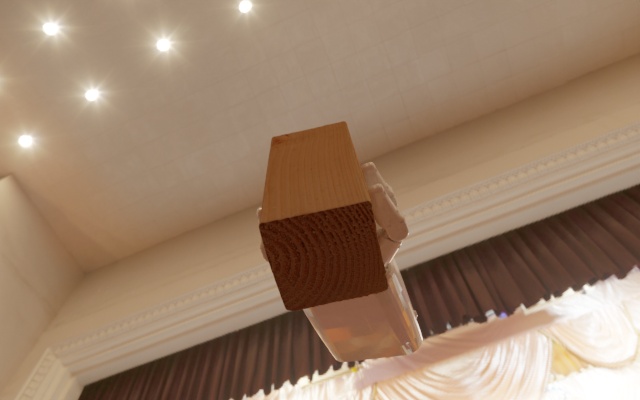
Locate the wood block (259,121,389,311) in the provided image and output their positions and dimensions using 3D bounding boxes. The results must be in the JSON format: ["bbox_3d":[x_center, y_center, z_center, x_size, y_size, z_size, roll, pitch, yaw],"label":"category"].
[{"bbox_3d":[0.000,0.002,0.471,0.091,0.090,0.206,-13,26,3],"label":"wood block"}]
